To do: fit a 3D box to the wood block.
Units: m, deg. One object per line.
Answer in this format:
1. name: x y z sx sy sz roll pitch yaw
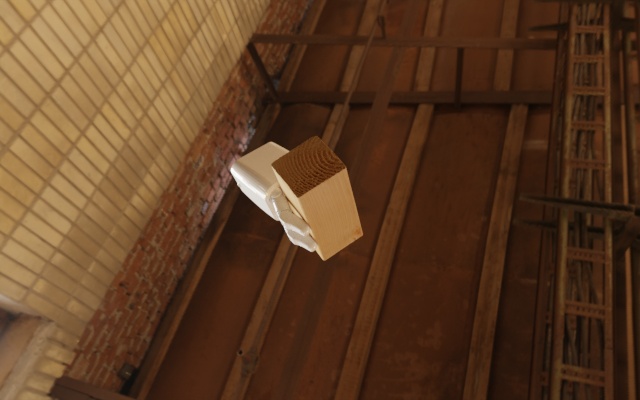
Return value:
1. wood block: 0.000 0.002 0.816 0.091 0.090 0.206 -34 -34 -10
